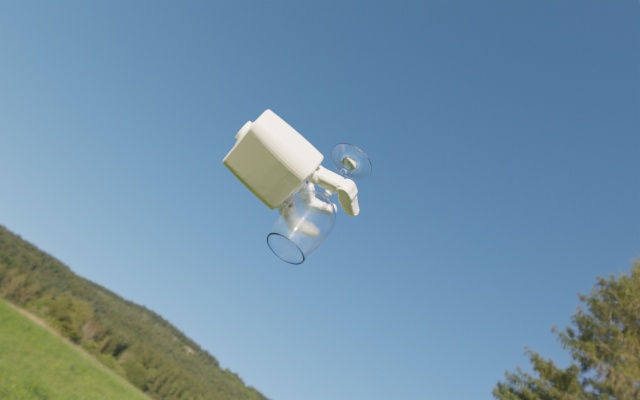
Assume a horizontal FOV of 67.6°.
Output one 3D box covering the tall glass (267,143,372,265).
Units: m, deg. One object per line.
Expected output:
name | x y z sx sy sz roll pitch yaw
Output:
tall glass | 0.001 0.002 0.713 0.079 0.079 0.201 0 41 41
